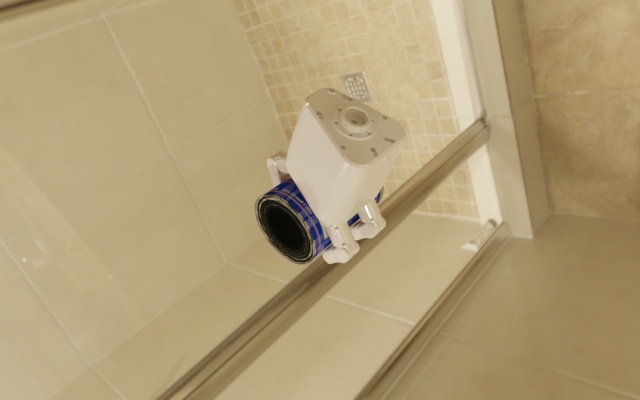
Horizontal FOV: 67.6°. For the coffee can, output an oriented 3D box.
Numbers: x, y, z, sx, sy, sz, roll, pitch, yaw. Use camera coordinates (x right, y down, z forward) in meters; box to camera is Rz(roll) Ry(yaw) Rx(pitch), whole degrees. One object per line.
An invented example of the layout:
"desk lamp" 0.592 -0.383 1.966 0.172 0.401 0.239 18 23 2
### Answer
"coffee can" 0.000 0.002 0.623 0.140 0.103 0.103 -38 23 -34
